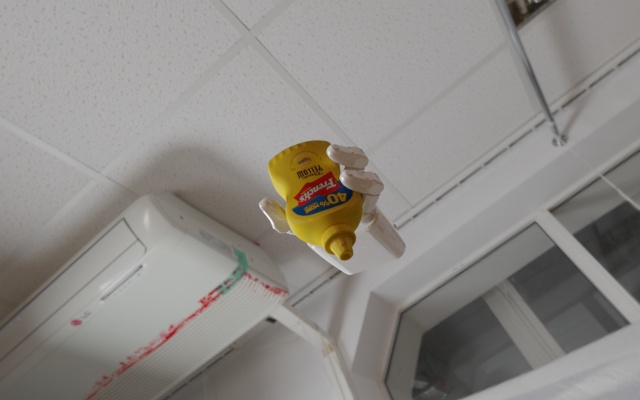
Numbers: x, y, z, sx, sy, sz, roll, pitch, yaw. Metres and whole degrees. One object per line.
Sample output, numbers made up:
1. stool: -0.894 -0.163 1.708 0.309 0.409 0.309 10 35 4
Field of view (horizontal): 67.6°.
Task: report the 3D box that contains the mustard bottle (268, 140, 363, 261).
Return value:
1. mustard bottle: 0.000 0.002 0.609 0.096 0.058 0.191 -18 46 -7
